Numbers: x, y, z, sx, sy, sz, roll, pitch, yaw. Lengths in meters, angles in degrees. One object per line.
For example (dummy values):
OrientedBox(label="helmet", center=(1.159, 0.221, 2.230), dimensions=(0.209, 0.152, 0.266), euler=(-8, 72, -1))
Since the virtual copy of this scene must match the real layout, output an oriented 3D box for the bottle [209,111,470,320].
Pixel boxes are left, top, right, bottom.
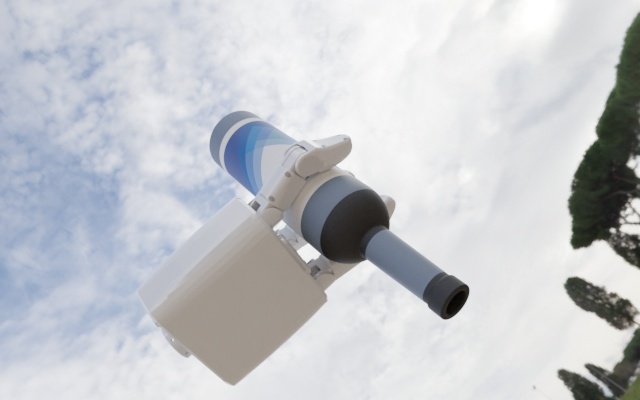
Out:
OrientedBox(label="bottle", center=(0.000, 0.001, 0.406), dimensions=(0.069, 0.069, 0.295), euler=(0, 26, -41))
